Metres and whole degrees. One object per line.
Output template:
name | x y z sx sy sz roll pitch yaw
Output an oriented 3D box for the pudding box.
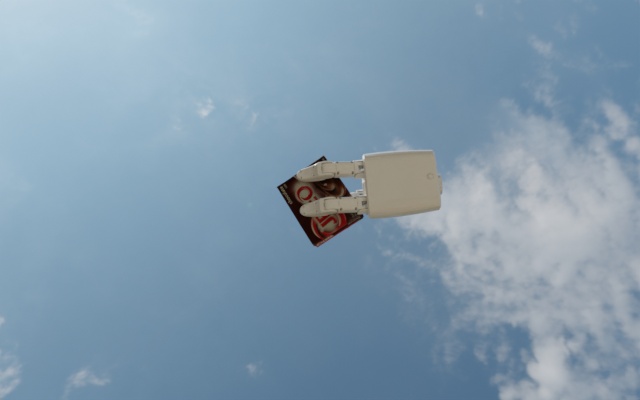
pudding box | 0.000 0.002 0.739 0.090 0.113 0.039 -34 -16 1
